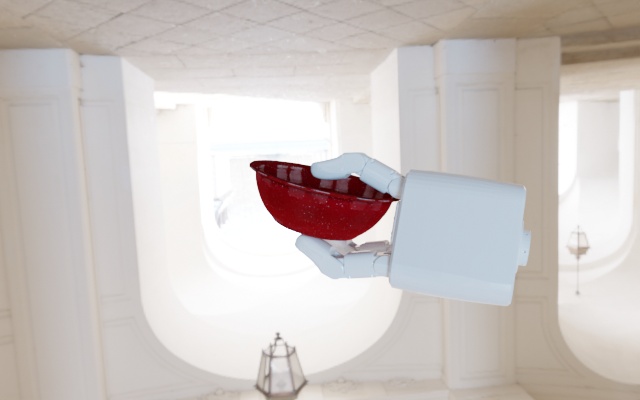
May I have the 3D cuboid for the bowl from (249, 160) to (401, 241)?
[{"bbox_3d":[-0.001,0.002,0.504,0.162,0.055,0.162,12,11,-3],"label":"bowl"}]
